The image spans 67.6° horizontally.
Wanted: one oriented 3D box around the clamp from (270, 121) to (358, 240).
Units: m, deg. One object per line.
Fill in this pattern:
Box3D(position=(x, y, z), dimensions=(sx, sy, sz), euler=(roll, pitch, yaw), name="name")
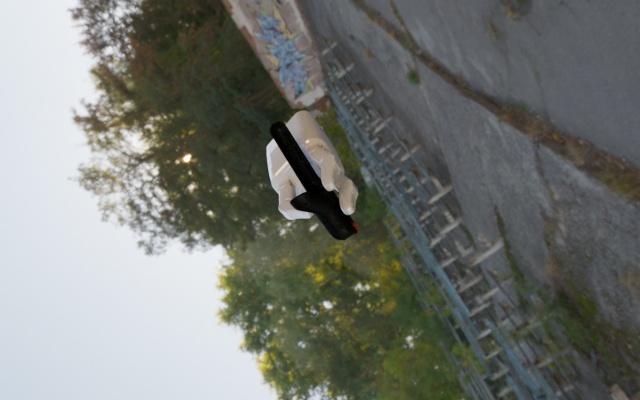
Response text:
Box3D(position=(0.000, 0.003, 0.676), dimensions=(0.036, 0.164, 0.210), euler=(-29, -51, 12), name="clamp")
